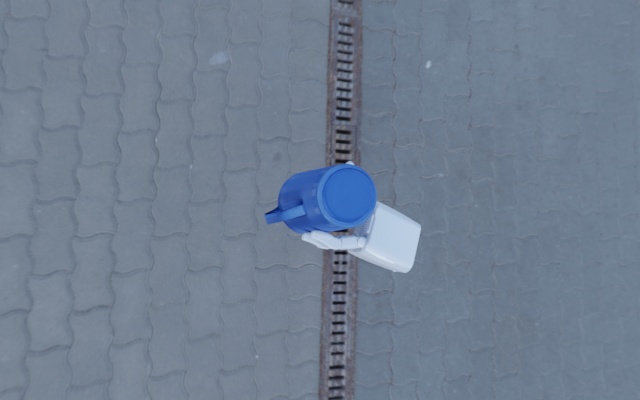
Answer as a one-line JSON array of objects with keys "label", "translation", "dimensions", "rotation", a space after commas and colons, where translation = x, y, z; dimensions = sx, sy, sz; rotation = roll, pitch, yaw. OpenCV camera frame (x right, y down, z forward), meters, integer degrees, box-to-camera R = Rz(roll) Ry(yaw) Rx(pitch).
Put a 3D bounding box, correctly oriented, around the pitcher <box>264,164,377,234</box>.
[{"label": "pitcher", "translation": [0.000, 0.003, 0.894], "dimensions": [0.145, 0.149, 0.243], "rotation": [28, -12, -14]}]
